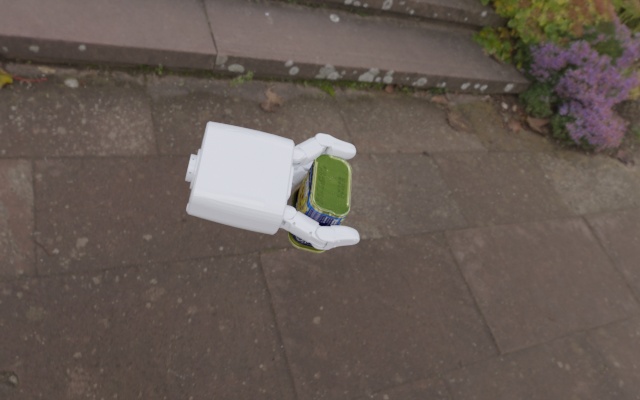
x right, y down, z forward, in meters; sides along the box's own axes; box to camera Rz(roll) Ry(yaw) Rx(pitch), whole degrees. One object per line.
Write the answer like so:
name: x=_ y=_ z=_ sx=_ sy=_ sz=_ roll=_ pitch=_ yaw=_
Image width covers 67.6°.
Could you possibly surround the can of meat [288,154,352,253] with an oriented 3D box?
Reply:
can of meat: x=0.000 y=0.002 z=0.617 sx=0.057 sy=0.102 sz=0.084 roll=16 pitch=-41 yaw=-13
